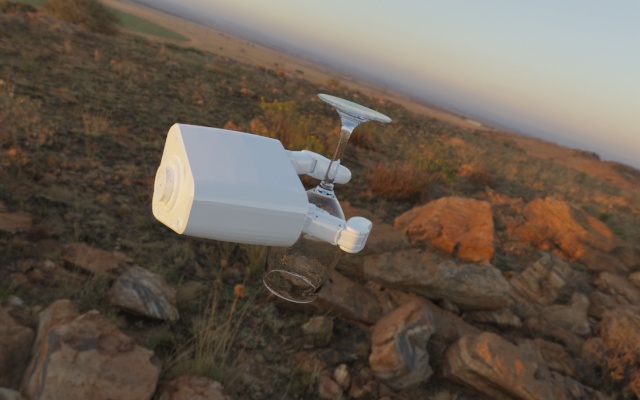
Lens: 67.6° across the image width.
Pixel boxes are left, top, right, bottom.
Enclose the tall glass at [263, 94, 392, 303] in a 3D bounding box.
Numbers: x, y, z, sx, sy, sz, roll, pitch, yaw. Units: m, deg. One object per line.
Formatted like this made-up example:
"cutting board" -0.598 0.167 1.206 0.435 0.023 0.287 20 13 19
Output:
"tall glass" 0.000 0.001 0.479 0.079 0.201 0.079 18 17 -6
